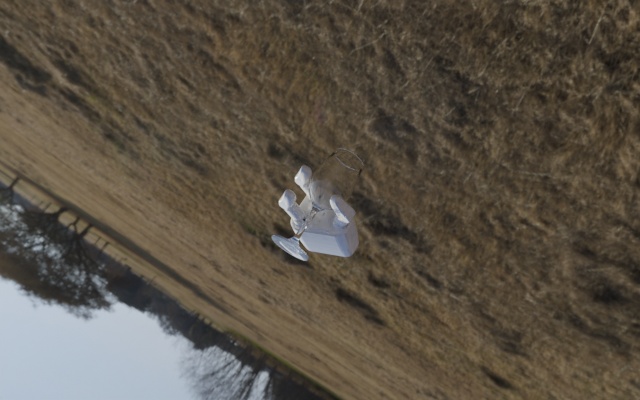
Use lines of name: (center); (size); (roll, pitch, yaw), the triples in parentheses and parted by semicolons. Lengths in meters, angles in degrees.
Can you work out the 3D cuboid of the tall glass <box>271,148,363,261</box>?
tall glass: (0.000, 0.003, 0.839); (0.079, 0.201, 0.079); (29, -20, 12)
